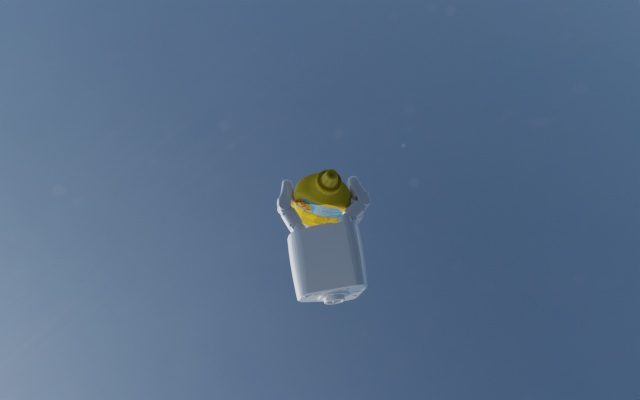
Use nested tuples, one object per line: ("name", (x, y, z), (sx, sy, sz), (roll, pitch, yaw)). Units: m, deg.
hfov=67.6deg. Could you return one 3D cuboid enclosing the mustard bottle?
("mustard bottle", (0.000, 0.002, 0.808), (0.096, 0.058, 0.192), (18, -28, -2))
